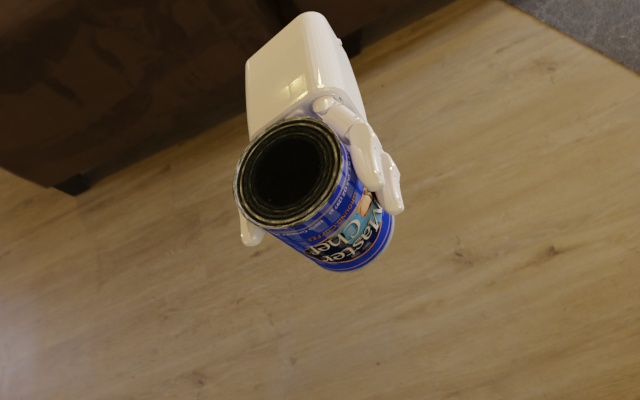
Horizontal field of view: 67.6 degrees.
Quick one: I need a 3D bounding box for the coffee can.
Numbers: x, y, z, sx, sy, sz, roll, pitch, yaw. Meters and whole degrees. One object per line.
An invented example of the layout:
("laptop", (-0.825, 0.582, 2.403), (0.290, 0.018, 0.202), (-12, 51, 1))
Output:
("coffee can", (0.000, 0.002, 0.447), (0.103, 0.102, 0.140), (0, -22, 27))
